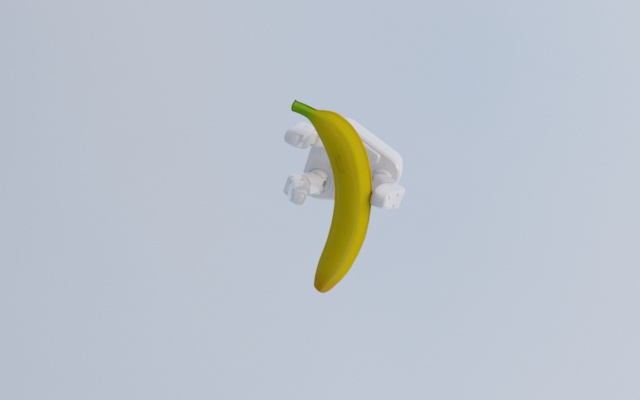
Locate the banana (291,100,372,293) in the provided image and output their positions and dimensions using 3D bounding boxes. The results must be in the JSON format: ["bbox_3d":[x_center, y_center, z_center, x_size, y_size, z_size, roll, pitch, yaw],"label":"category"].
[{"bbox_3d":[0.018,-0.003,0.476,0.069,0.198,0.037,-5,12,10],"label":"banana"}]
